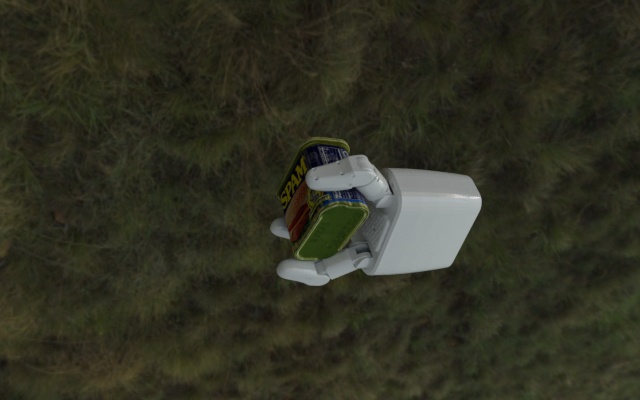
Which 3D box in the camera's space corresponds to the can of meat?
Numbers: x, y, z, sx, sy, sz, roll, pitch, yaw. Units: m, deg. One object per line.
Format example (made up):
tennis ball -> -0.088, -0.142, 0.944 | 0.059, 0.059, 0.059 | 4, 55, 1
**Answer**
can of meat -> 0.000, 0.002, 0.485 | 0.057, 0.084, 0.102 | 3, -39, -27
